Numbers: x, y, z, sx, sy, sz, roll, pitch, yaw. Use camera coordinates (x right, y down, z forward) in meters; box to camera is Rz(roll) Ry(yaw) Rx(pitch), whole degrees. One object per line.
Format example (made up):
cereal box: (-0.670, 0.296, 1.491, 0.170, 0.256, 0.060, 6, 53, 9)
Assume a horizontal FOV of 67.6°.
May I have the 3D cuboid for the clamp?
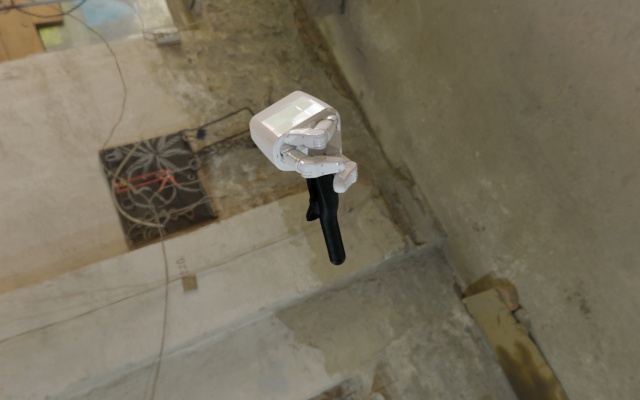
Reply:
clamp: (0.000, 0.002, 0.719, 0.039, 0.172, 0.120, -19, 35, -21)
